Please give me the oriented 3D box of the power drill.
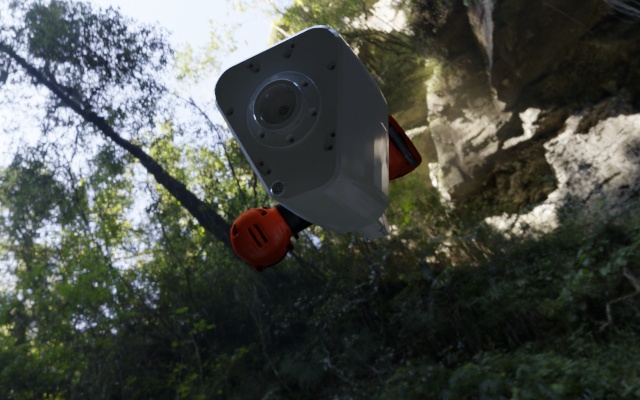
[{"bbox_3d":[0.000,0.001,0.472,0.187,0.057,0.184,-36,-2,-7],"label":"power drill"}]
